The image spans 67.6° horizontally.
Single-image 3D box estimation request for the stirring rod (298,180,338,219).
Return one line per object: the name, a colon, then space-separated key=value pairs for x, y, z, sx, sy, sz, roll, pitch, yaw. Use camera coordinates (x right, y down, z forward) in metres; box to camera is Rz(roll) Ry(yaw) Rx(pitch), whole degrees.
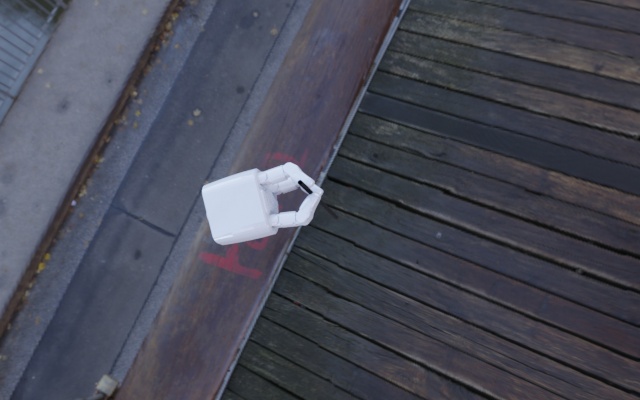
stirring rod: x=0.000 y=0.003 z=0.869 sx=0.011 sy=0.011 sz=0.239 roll=0 pitch=-15 yaw=16
